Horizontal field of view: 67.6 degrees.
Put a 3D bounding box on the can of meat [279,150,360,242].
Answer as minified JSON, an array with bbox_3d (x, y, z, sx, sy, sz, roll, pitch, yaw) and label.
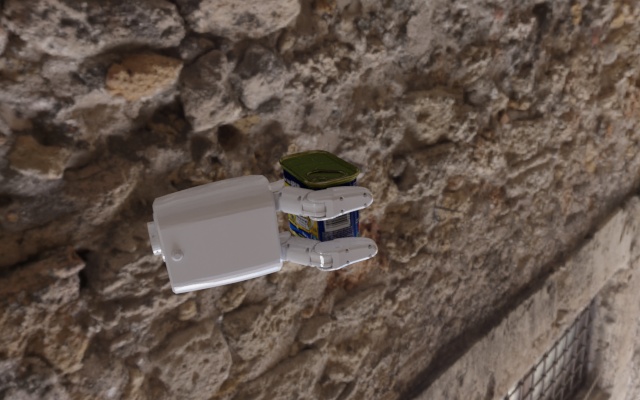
[{"bbox_3d":[0.000,0.002,0.498,0.057,0.084,0.102,-14,24,-21],"label":"can of meat"}]
